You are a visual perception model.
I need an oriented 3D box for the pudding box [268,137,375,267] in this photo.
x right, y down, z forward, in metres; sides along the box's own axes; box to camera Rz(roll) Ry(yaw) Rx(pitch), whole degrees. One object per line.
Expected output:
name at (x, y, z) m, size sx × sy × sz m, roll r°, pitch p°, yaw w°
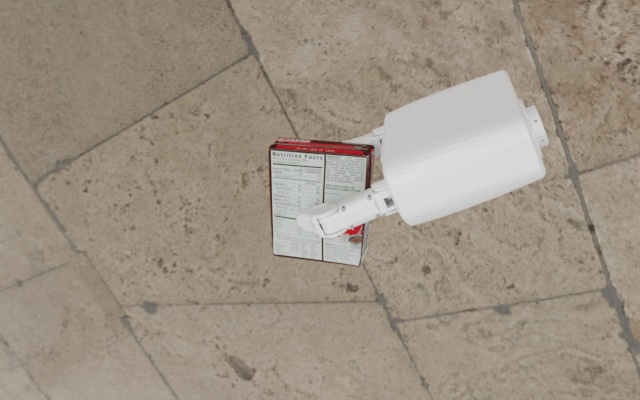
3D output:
pudding box at (0.000, 0.002, 0.439) m, size 0.090 × 0.113 × 0.039 m, roll 7°, pitch 23°, yaw 12°
